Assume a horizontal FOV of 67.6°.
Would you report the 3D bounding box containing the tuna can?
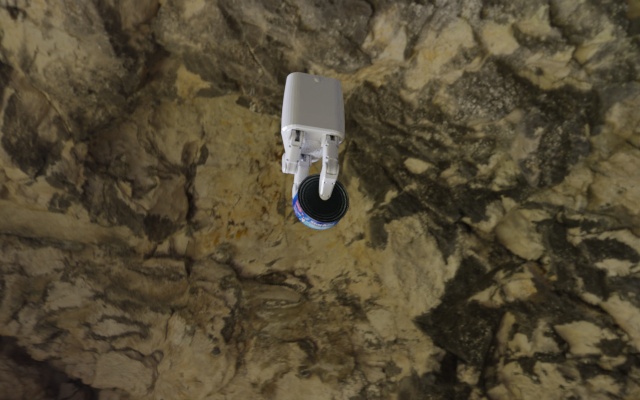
[{"bbox_3d":[0.000,0.003,0.756,0.086,0.086,0.034,0,-25,-19],"label":"tuna can"}]
